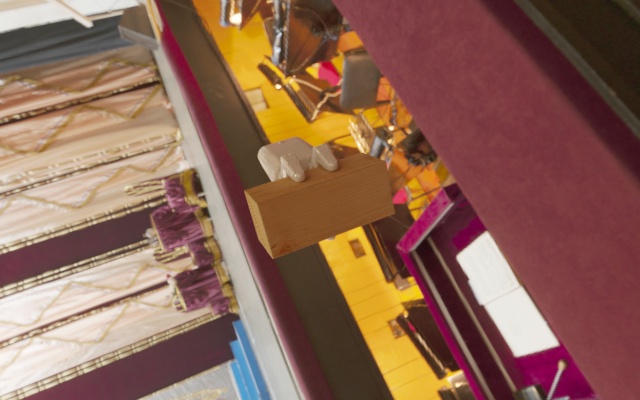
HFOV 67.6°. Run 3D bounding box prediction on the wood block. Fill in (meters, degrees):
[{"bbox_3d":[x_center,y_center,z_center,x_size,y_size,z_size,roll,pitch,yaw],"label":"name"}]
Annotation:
[{"bbox_3d":[0.000,0.003,0.744,0.206,0.091,0.090,-19,21,-16],"label":"wood block"}]
